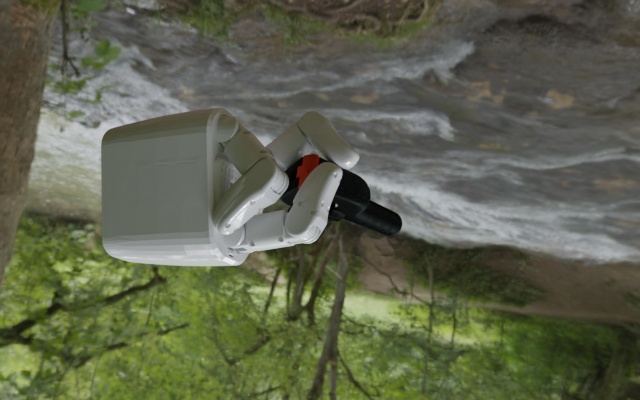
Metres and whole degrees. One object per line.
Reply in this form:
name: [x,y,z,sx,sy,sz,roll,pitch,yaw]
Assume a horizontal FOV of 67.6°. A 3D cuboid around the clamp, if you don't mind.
clamp: [0.000,0.002,0.437,0.120,0.039,0.171,-5,-21,21]
